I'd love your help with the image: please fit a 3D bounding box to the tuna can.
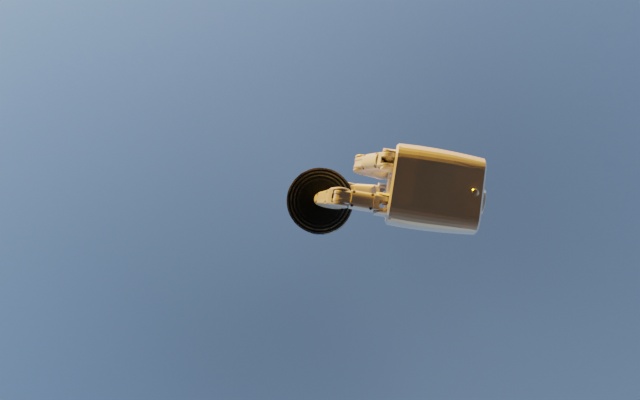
[{"bbox_3d":[0.000,0.002,0.625,0.086,0.086,0.034,0,-7,3],"label":"tuna can"}]
